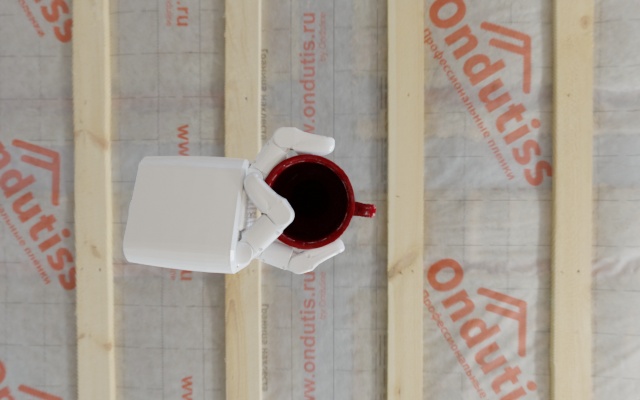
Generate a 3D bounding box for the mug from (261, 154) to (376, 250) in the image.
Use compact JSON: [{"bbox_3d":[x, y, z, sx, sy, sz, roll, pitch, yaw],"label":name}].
[{"bbox_3d":[0.002,0.002,0.503,0.117,0.093,0.081,6,2,2],"label":"mug"}]
